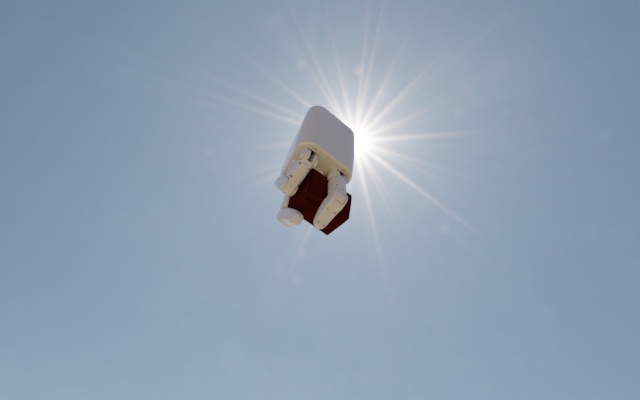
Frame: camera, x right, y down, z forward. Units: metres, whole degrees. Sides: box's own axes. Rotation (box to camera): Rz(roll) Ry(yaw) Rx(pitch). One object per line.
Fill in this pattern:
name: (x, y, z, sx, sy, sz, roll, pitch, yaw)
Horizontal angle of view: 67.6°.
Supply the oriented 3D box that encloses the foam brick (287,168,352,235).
foam brick: (0.000, 0.003, 0.700, 0.078, 0.051, 0.053, 35, -50, -22)
